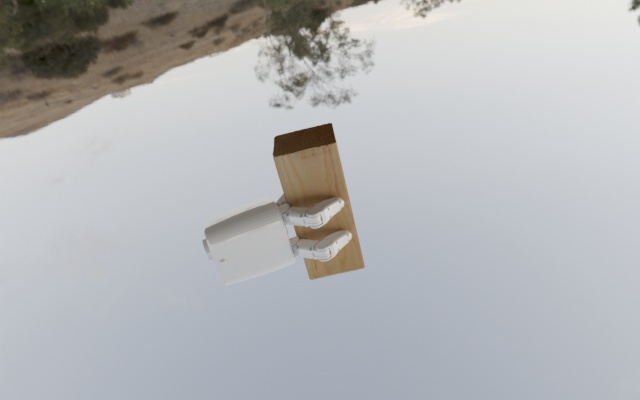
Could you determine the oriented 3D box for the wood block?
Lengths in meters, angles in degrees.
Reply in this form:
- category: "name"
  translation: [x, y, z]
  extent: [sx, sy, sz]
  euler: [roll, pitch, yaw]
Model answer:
- category: "wood block"
  translation: [0.000, 0.002, 0.713]
  extent: [0.090, 0.206, 0.090]
  euler: [-13, 27, 3]
